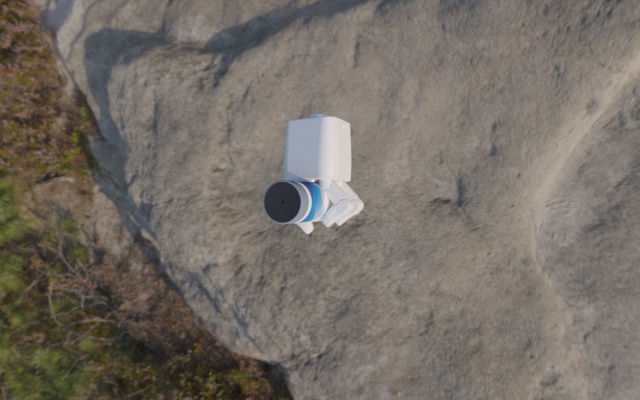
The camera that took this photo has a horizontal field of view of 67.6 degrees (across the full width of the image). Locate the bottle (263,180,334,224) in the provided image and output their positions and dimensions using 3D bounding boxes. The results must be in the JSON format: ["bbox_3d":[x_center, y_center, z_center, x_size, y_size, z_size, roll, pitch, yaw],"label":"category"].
[{"bbox_3d":[0.000,0.003,0.848,0.069,0.069,0.296,0,0,23],"label":"bottle"}]
